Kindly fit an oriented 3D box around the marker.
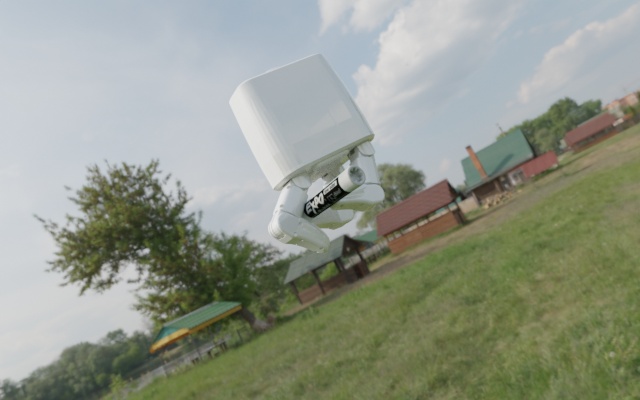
[{"bbox_3d":[0.000,0.002,0.445,0.020,0.020,0.121,0,-22,-33],"label":"marker"}]
